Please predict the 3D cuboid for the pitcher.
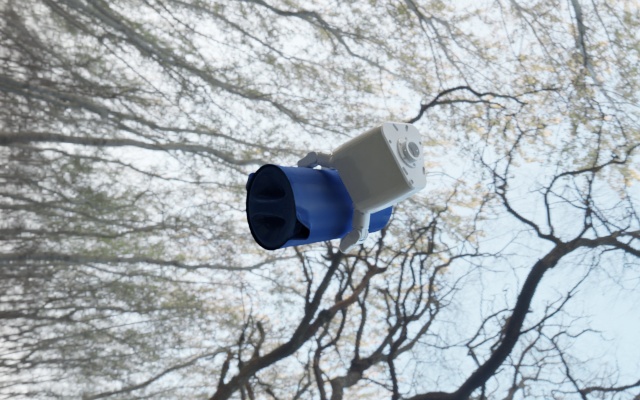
[{"bbox_3d":[0.000,0.003,0.809,0.243,0.149,0.145,-1,-17,-42],"label":"pitcher"}]
